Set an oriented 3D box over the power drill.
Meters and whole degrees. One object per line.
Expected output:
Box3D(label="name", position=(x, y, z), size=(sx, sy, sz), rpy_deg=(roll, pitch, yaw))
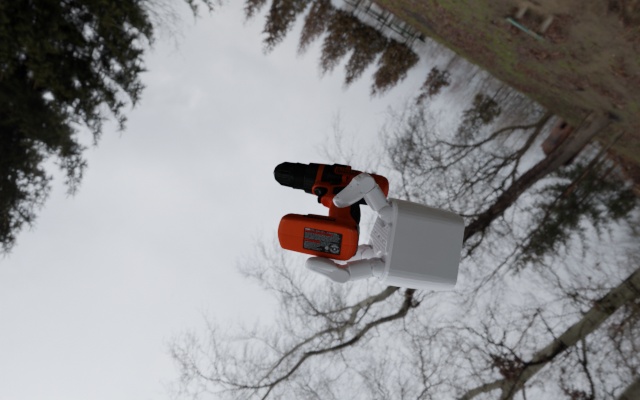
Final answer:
Box3D(label="power drill", position=(0.000, 0.003, 0.690), size=(0.184, 0.057, 0.187), rpy_deg=(9, 33, 10))
